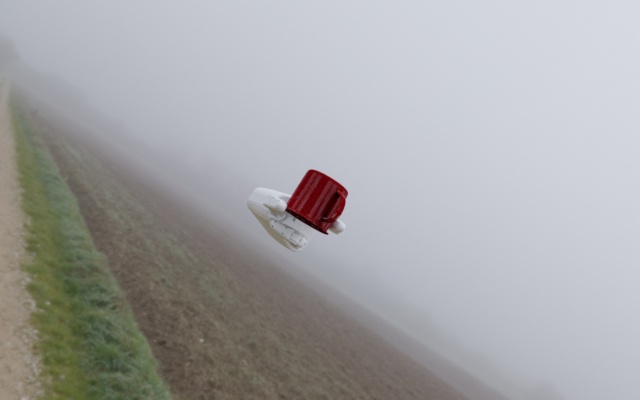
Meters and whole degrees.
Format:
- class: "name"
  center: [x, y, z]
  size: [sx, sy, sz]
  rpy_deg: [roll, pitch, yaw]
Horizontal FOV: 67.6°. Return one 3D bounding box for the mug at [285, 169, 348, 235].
- class: "mug"
  center: [0.001, 0.003, 0.799]
  size: [0.093, 0.081, 0.117]
  rpy_deg: [36, -9, -32]
